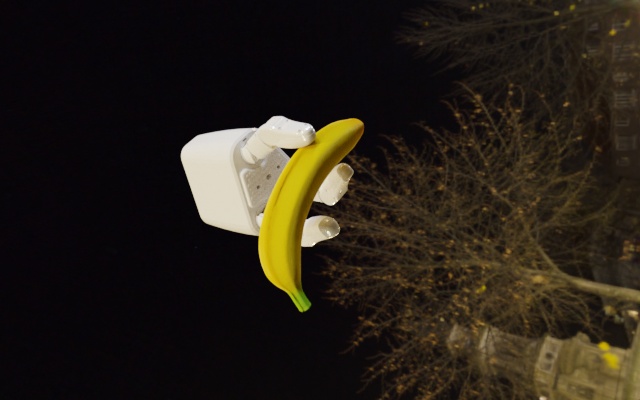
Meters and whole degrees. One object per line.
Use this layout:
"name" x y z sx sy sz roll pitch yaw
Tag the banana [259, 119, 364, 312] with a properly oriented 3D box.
"banana" -0.013 -0.003 0.443 0.037 0.197 0.070 1 -24 45
